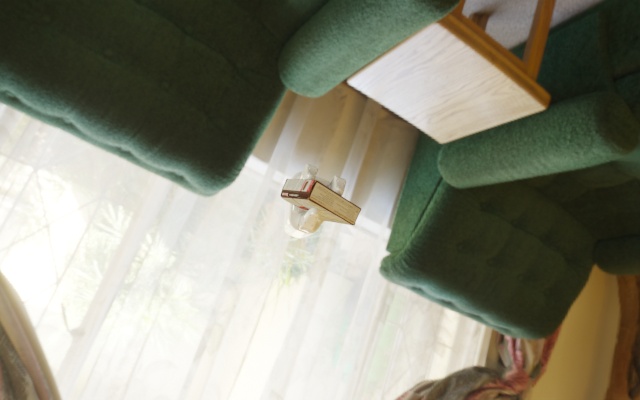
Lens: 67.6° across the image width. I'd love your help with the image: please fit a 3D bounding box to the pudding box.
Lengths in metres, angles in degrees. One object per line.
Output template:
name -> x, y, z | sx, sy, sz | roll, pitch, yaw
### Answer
pudding box -> 0.000, 0.003, 0.820 | 0.113, 0.039, 0.090 | 29, -14, -35
